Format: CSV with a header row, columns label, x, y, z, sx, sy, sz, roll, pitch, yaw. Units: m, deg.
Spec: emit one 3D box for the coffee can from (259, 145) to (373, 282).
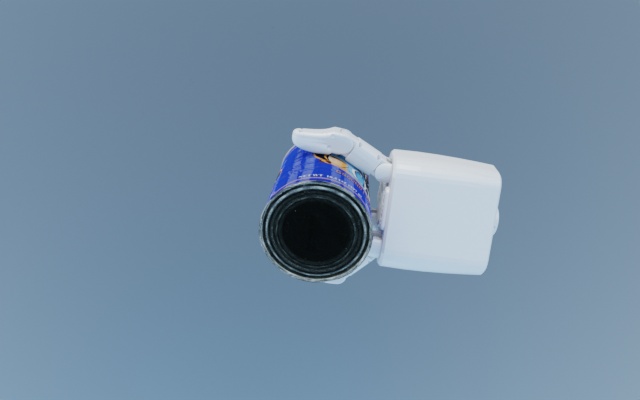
label,x,y,z,sx,sy,sz,roll,pitch,yaw
coffee can,0.000,0.001,0.487,0.103,0.103,0.140,0,24,4
